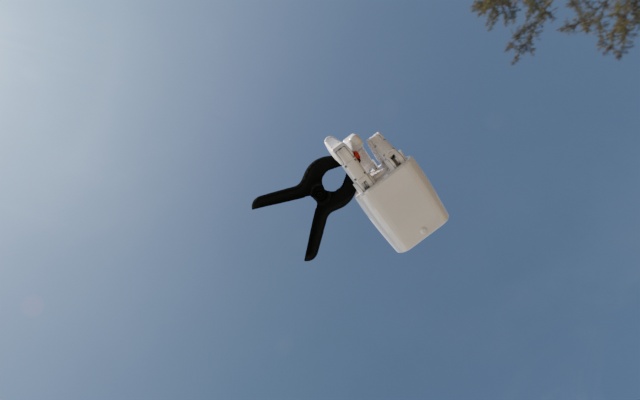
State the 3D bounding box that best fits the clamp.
[{"bbox_3d":[0.000,0.002,0.695,0.171,0.120,0.039,-36,9,-1],"label":"clamp"}]
